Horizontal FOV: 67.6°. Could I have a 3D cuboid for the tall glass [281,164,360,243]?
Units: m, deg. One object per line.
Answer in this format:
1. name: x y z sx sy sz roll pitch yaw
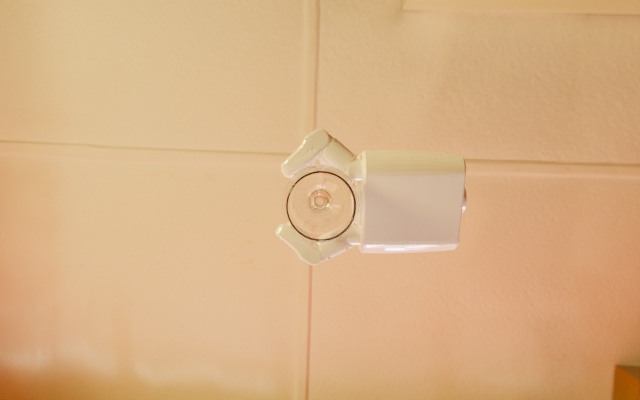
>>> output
1. tall glass: 0.000 0.002 0.515 0.079 0.079 0.201 0 2 0
